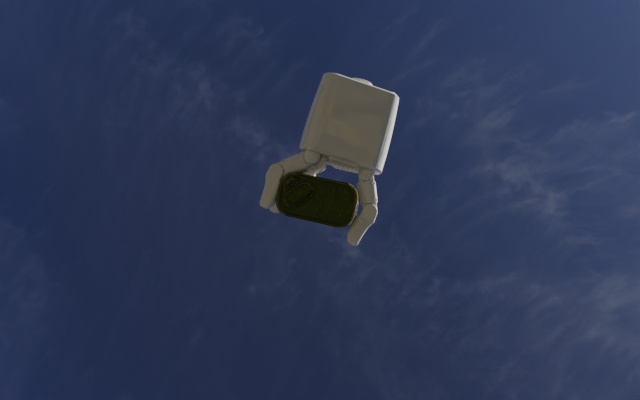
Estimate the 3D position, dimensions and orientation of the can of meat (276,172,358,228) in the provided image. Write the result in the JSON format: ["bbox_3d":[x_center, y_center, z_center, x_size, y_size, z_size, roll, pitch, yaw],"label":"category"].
[{"bbox_3d":[0.000,0.002,0.638,0.102,0.057,0.084,12,-3,8],"label":"can of meat"}]
